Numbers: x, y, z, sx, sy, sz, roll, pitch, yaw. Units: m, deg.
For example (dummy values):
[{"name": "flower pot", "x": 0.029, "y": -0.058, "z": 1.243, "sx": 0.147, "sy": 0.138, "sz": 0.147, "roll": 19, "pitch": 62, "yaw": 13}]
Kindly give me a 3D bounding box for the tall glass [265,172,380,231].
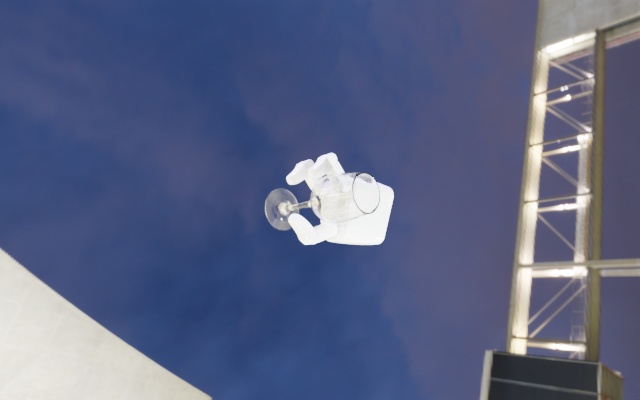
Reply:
[{"name": "tall glass", "x": 0.000, "y": 0.003, "z": 0.766, "sx": 0.079, "sy": 0.079, "sz": 0.201, "roll": 0, "pitch": -8, "yaw": -43}]
